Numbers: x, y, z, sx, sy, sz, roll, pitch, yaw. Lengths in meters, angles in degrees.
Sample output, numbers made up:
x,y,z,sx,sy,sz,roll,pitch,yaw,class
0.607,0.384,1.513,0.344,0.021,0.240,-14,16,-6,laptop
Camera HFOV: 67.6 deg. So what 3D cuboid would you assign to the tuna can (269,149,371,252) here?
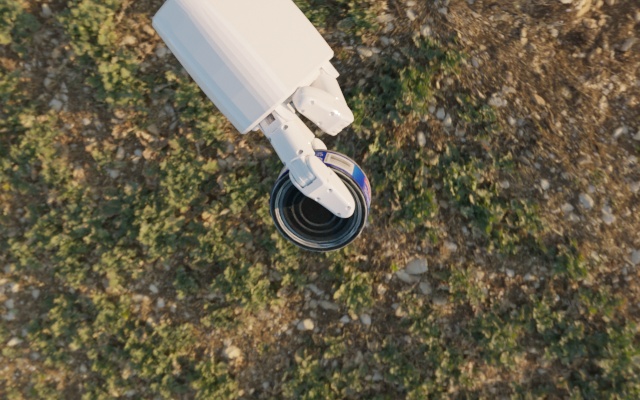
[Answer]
x,y,z,sx,sy,sz,roll,pitch,yaw,class
0.000,0.002,0.412,0.086,0.086,0.033,0,27,10,tuna can
